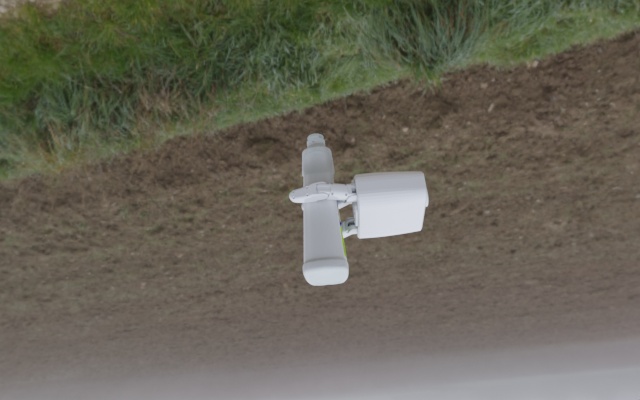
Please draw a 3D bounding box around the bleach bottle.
[{"bbox_3d":[0.000,0.003,0.767,0.068,0.250,0.103,-5,-23,1],"label":"bleach bottle"}]
